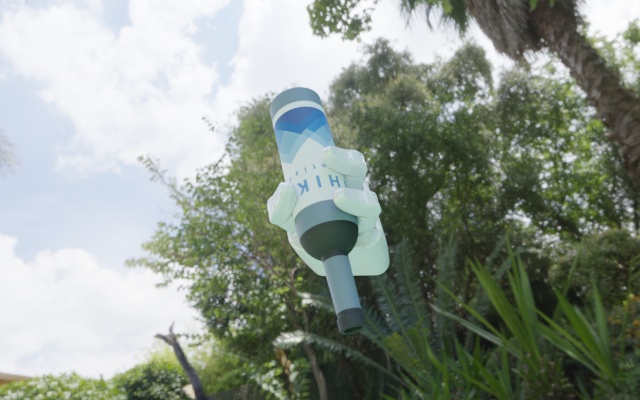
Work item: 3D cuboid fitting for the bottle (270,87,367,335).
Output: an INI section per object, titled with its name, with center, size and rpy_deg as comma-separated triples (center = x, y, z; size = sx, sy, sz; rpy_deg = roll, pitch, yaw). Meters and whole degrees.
[bottle]
center = 0.000, 0.001, 0.531
size = 0.069, 0.295, 0.069
rpy_deg = -11, -31, -7
